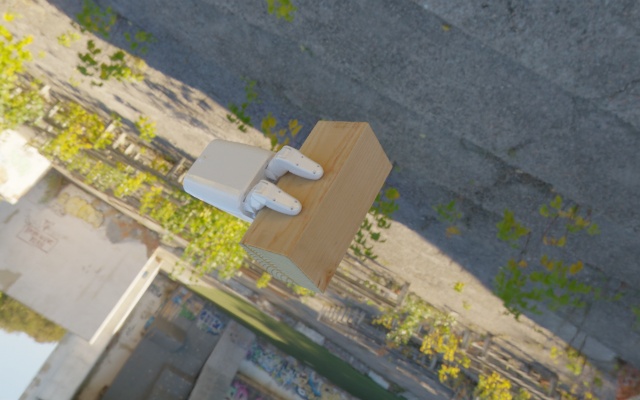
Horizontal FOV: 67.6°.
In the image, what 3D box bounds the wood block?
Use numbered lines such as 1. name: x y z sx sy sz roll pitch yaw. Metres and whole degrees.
1. wood block: 0.000 0.002 0.622 0.090 0.206 0.091 10 -31 40
